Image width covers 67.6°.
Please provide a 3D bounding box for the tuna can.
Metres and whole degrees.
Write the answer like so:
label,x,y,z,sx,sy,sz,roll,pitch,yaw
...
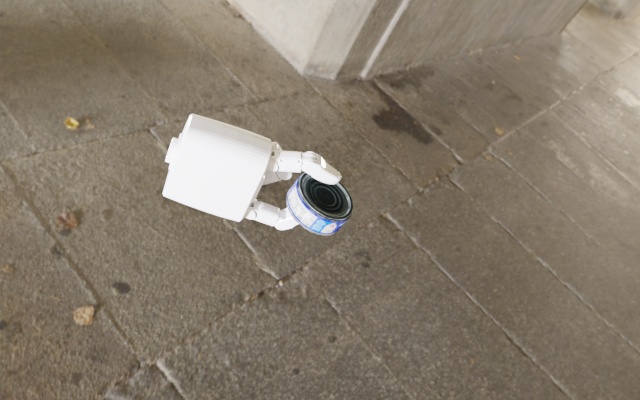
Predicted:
label,x,y,z,sx,sy,sz,roll,pitch,yaw
tuna can,0.000,0.002,0.628,0.086,0.086,0.034,0,-38,-39
